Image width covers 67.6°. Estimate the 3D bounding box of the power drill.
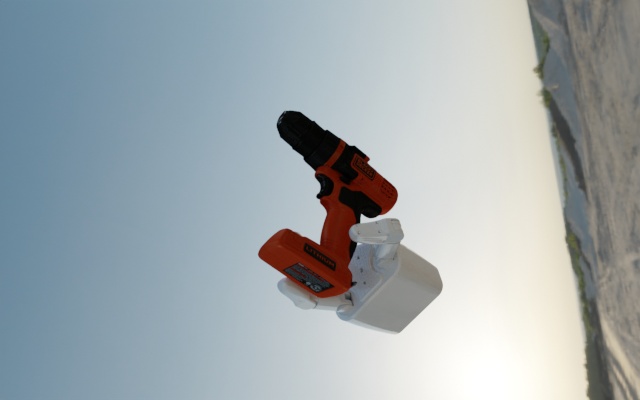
[{"bbox_3d":[0.000,0.002,0.556,0.184,0.187,0.057,36,-37,-16],"label":"power drill"}]
